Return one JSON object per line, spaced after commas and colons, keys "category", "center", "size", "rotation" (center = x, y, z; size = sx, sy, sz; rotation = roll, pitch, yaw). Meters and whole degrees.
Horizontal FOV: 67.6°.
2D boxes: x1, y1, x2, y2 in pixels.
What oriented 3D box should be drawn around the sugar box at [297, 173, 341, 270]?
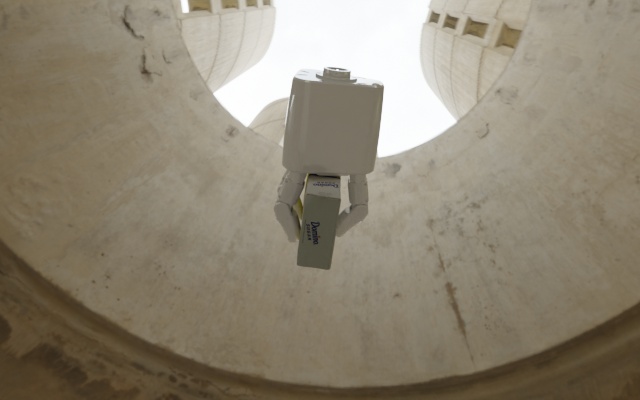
{"category": "sugar box", "center": [0.000, 0.002, 0.606], "size": [0.048, 0.093, 0.176], "rotation": [8, 23, 1]}
